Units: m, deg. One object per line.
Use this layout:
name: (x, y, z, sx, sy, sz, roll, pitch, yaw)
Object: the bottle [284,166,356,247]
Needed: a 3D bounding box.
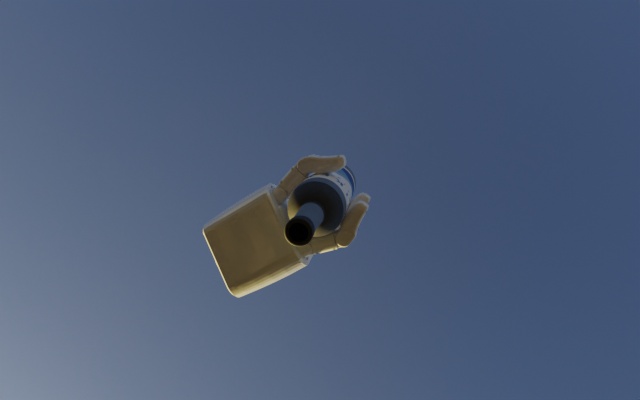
bottle: (0.000, 0.002, 0.585, 0.069, 0.069, 0.295, 0, 11, 8)
